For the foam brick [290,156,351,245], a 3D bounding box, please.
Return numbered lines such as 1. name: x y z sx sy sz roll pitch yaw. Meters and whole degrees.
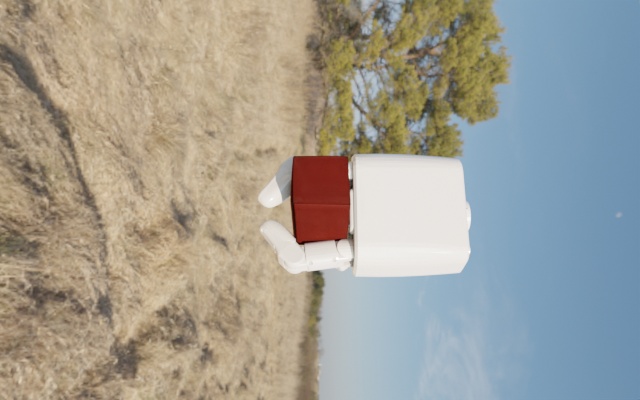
1. foam brick: 0.000 0.001 0.443 0.051 0.053 0.078 0 -32 0
